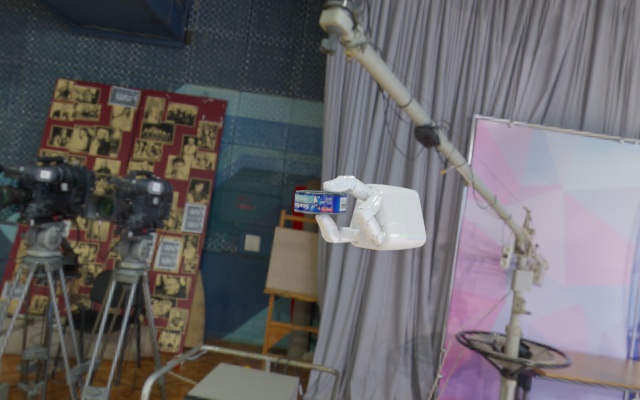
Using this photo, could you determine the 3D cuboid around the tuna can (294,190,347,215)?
[{"bbox_3d":[0.000,0.002,0.783,0.086,0.034,0.086,3,4,0],"label":"tuna can"}]
